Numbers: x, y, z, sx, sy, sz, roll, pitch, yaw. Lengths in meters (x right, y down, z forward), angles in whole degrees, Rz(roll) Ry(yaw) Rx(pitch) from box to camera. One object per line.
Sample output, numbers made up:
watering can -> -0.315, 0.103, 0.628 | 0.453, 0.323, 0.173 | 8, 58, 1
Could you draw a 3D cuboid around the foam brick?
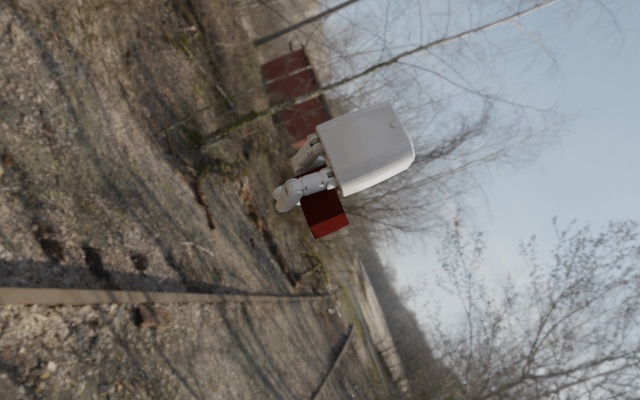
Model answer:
foam brick -> 0.000, 0.002, 0.644 | 0.051, 0.078, 0.053 | -21, -23, 1
